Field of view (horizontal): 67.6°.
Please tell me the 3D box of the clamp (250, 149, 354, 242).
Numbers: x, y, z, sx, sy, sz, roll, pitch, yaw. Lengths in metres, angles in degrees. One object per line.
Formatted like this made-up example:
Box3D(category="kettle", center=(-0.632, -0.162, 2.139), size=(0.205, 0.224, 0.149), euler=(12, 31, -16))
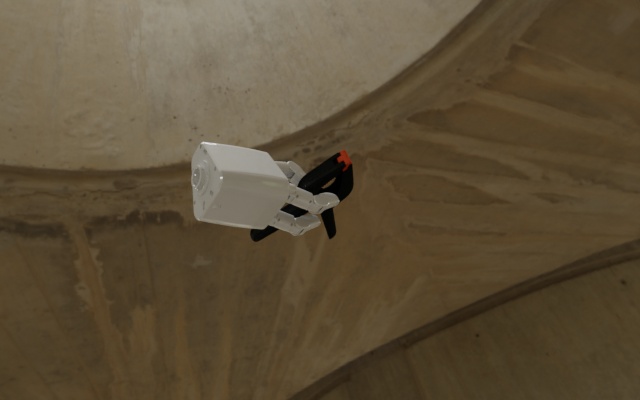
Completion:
Box3D(category="clamp", center=(0.000, 0.002, 0.773), size=(0.164, 0.036, 0.210), euler=(6, -43, -39))
